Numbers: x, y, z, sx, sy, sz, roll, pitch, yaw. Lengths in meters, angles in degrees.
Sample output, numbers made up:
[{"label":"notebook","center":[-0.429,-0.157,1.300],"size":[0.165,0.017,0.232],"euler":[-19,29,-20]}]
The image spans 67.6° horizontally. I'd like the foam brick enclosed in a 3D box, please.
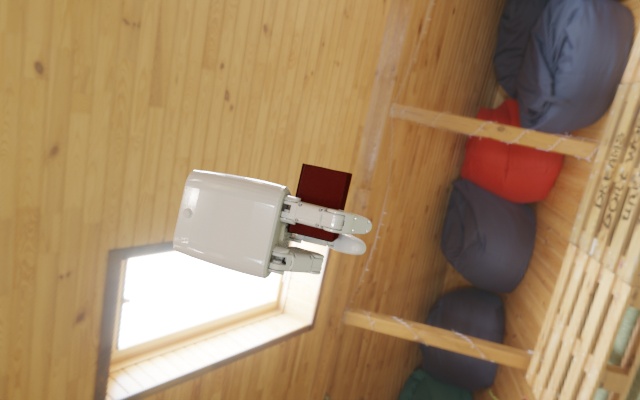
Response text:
[{"label":"foam brick","center":[0.000,0.001,0.526],"size":[0.051,0.078,0.053],"euler":[13,2,8]}]
